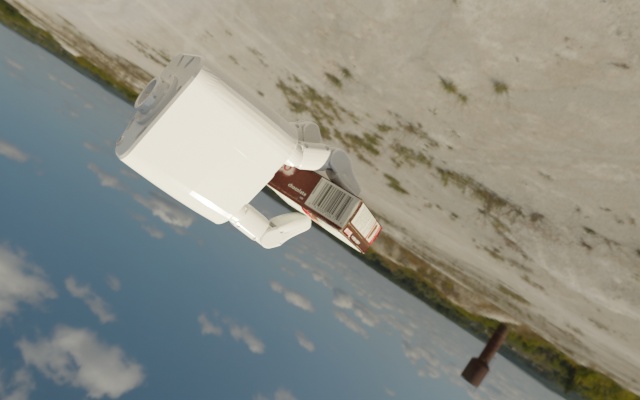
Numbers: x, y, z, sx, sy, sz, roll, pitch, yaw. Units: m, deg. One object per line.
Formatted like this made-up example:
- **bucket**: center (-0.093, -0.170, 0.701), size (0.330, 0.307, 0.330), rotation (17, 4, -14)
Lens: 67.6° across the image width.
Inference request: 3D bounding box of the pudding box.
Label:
- **pudding box**: center (0.000, 0.002, 0.482), size (0.113, 0.039, 0.090), rotation (34, -5, 27)
